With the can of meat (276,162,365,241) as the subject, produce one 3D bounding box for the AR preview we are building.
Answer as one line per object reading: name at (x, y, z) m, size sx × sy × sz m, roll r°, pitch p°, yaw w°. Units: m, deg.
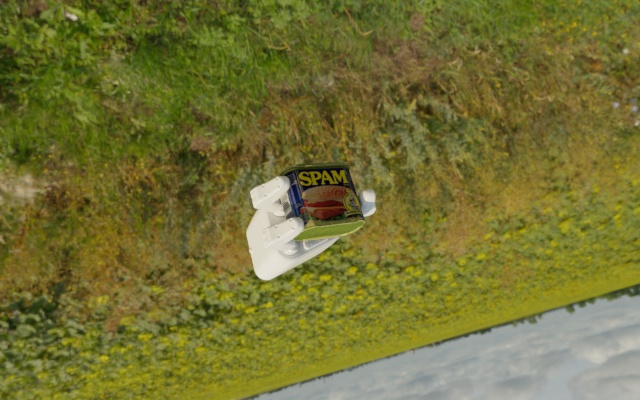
can of meat at (0.000, 0.002, 0.610) m, size 0.102 × 0.084 × 0.057 m, roll -5°, pitch -22°, yaw -30°
